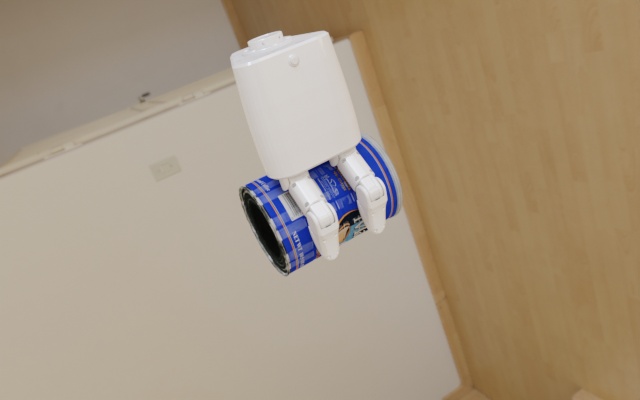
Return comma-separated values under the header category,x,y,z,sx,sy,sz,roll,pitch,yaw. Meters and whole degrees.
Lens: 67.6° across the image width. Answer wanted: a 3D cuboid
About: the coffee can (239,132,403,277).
category,x,y,z,sx,sy,sz,roll,pitch,yaw
coffee can,0.000,0.002,0.504,0.140,0.103,0.103,-27,9,-18
